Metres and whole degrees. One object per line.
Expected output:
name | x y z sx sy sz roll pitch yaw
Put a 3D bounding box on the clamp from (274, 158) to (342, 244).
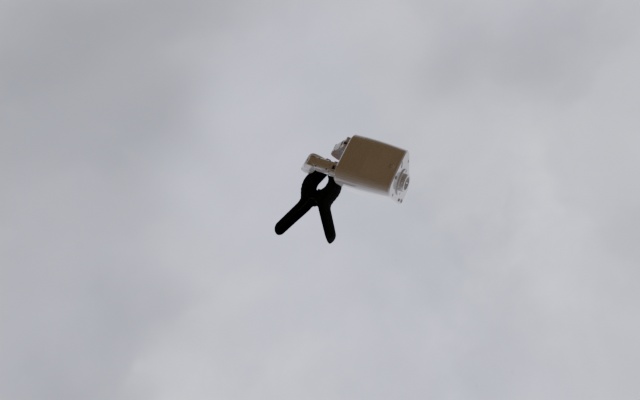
clamp | 0.000 0.003 0.873 0.120 0.171 0.039 19 -20 25
